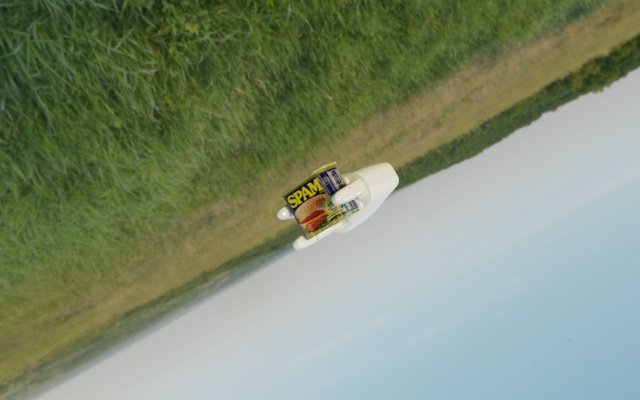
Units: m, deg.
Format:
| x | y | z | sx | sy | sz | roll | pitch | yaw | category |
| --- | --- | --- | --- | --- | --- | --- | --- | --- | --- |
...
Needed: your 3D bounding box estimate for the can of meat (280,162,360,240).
| x | y | z | sx | sy | sz | roll | pitch | yaw | category |
| --- | --- | --- | --- | --- | --- | --- | --- | --- | --- |
| 0.000 | 0.003 | 0.739 | 0.102 | 0.084 | 0.057 | -32 | -4 | 34 | can of meat |
